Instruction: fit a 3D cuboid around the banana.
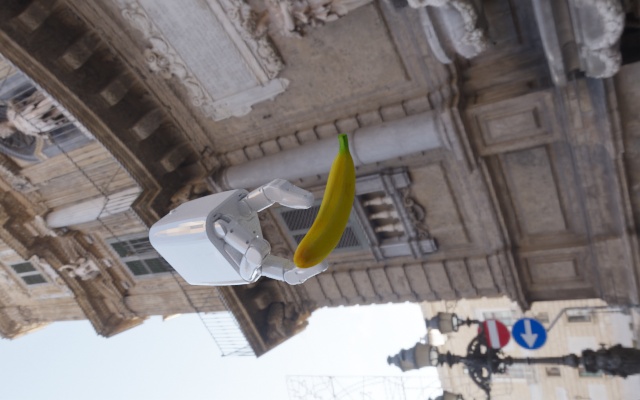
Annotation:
[{"bbox_3d":[0.010,0.011,0.580,0.037,0.197,0.070,-8,-43,30],"label":"banana"}]
